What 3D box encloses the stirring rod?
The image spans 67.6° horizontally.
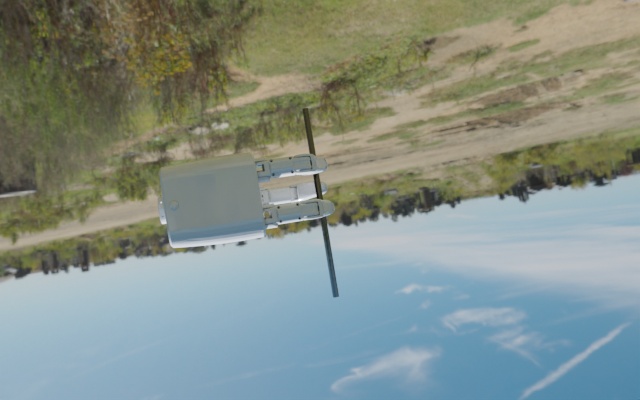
[{"bbox_3d":[0.000,0.002,0.602,0.011,0.239,0.011,-9,-2,0],"label":"stirring rod"}]
